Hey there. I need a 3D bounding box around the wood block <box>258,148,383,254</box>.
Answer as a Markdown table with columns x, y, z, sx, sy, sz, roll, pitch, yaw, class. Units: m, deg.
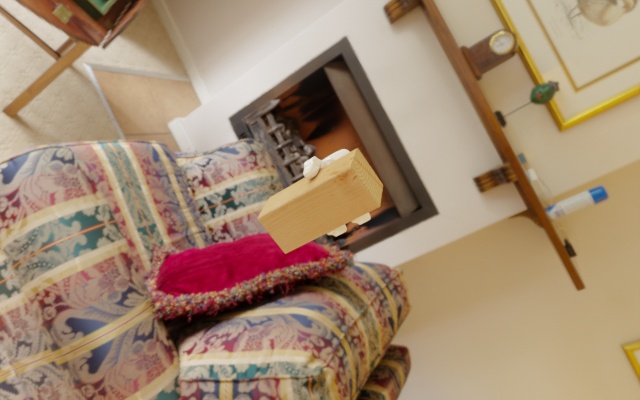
| x | y | z | sx | sy | sz | roll | pitch | yaw | class |
| --- | --- | --- | --- | --- | --- | --- | --- | --- | --- |
| 0.000 | 0.002 | 0.873 | 0.206 | 0.091 | 0.090 | -28 | 19 | 24 | wood block |
